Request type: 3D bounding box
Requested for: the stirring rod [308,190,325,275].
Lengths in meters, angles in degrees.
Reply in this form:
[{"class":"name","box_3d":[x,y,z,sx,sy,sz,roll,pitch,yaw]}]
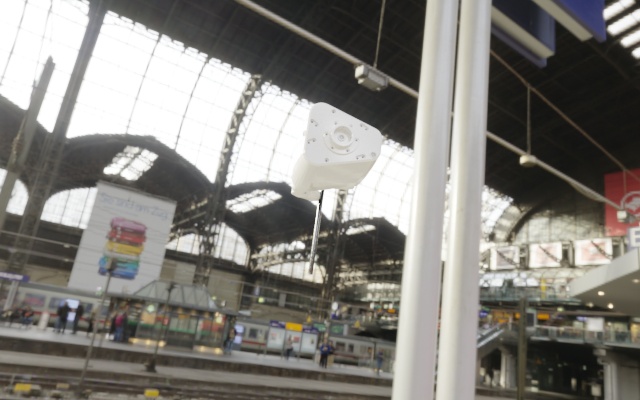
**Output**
[{"class":"stirring rod","box_3d":[0.000,0.003,0.788,0.011,0.239,0.011,7,-17,2]}]
